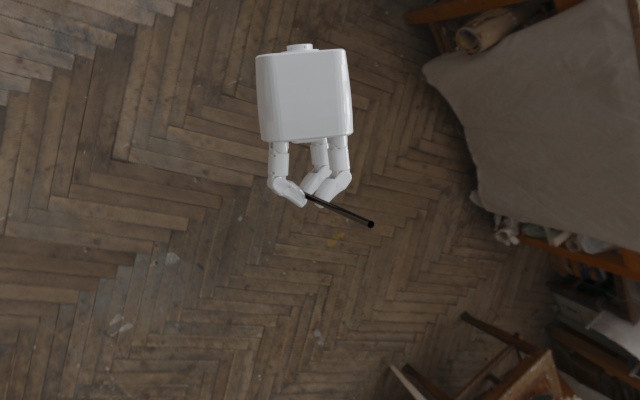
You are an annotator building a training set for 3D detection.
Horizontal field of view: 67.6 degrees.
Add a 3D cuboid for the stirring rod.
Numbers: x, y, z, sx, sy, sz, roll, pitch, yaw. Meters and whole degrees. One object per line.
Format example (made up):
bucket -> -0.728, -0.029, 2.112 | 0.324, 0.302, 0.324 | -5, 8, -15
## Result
stirring rod -> 0.000, 0.002, 0.599 | 0.011, 0.011, 0.239 | 0, 11, -26
